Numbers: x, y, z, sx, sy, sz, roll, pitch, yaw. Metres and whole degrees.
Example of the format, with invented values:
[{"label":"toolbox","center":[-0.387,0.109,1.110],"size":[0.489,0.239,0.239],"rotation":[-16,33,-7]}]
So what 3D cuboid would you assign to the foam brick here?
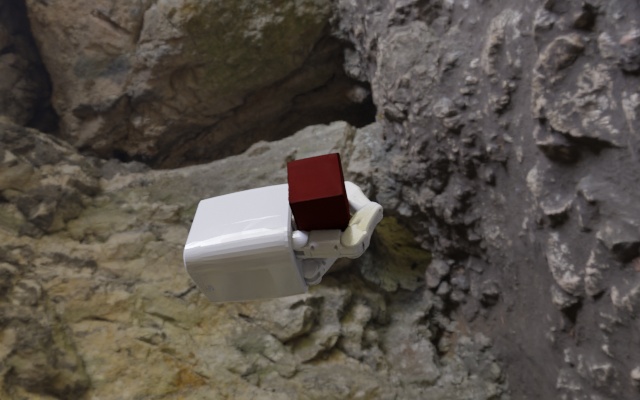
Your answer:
[{"label":"foam brick","center":[0.000,0.001,0.462],"size":[0.051,0.053,0.078],"rotation":[-8,-39,5]}]
